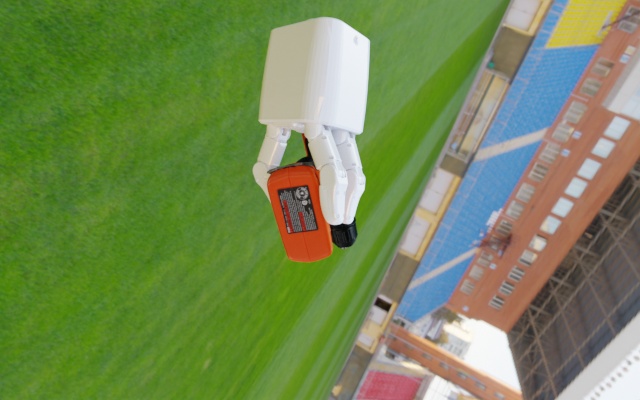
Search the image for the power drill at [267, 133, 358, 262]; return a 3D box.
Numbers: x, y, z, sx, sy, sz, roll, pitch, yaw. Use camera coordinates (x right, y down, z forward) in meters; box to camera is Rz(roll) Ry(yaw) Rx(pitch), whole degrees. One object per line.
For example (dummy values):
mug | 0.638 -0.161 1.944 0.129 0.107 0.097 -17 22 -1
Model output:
power drill | 0.000 0.002 0.583 0.057 0.184 0.187 -11 16 15
